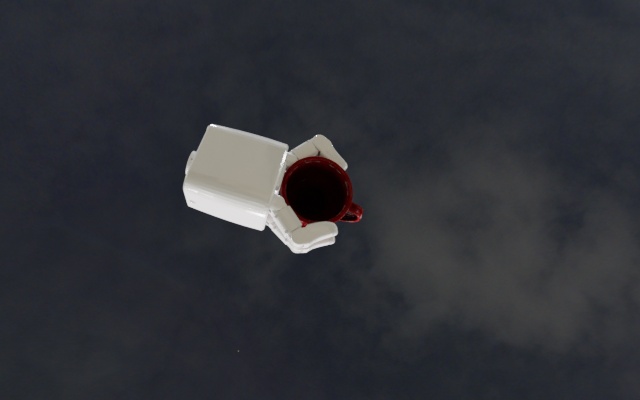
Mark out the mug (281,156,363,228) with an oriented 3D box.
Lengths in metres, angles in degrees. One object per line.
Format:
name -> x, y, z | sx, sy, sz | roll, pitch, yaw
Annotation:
mug -> 0.001, 0.003, 0.643 | 0.117, 0.093, 0.081 | 18, -19, -5
